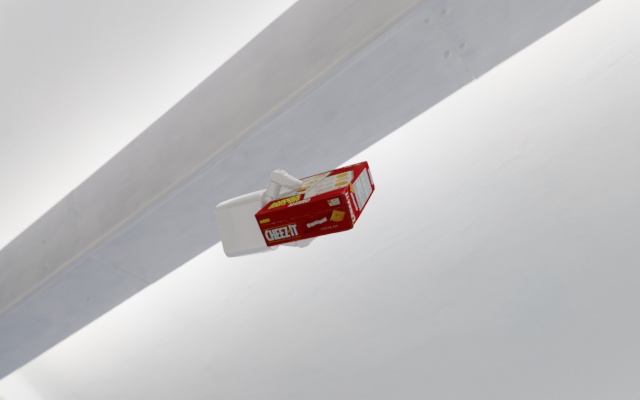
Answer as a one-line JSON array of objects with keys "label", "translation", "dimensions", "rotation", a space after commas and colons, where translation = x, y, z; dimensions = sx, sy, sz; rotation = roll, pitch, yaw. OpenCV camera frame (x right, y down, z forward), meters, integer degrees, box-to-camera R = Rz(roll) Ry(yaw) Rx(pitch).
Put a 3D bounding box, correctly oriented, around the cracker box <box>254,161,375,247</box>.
[{"label": "cracker box", "translation": [0.000, 0.003, 0.876], "dimensions": [0.164, 0.072, 0.213], "rotation": [-14, 14, 21]}]
